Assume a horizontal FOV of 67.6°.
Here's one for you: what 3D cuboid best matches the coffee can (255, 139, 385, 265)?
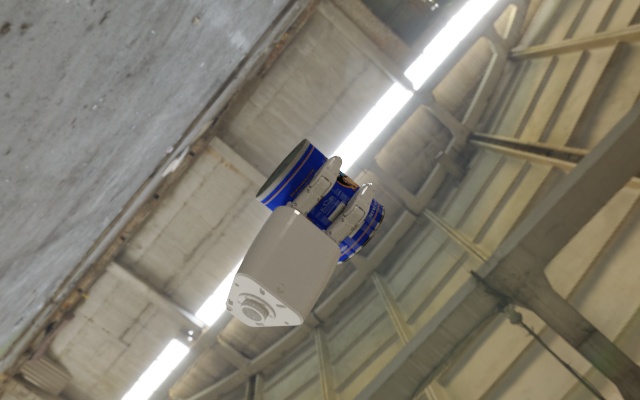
[{"bbox_3d":[0.000,0.002,0.634,0.140,0.103,0.103,40,-9,-11],"label":"coffee can"}]
